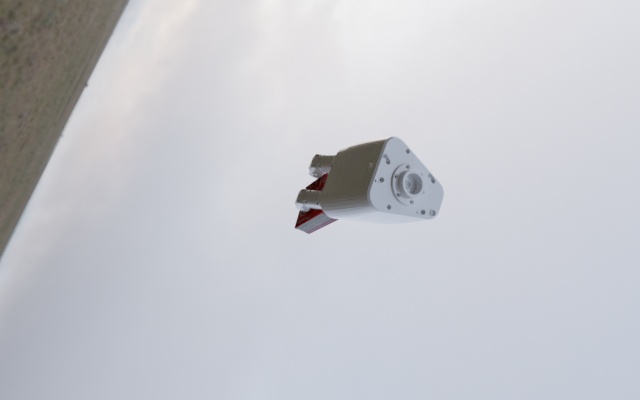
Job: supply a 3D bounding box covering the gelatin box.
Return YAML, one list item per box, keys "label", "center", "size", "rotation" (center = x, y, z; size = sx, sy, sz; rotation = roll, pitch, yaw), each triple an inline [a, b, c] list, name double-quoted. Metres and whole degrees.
- label: "gelatin box"
  center: [0.000, 0.003, 0.700]
  size: [0.030, 0.073, 0.089]
  rotation: [25, -28, -21]
